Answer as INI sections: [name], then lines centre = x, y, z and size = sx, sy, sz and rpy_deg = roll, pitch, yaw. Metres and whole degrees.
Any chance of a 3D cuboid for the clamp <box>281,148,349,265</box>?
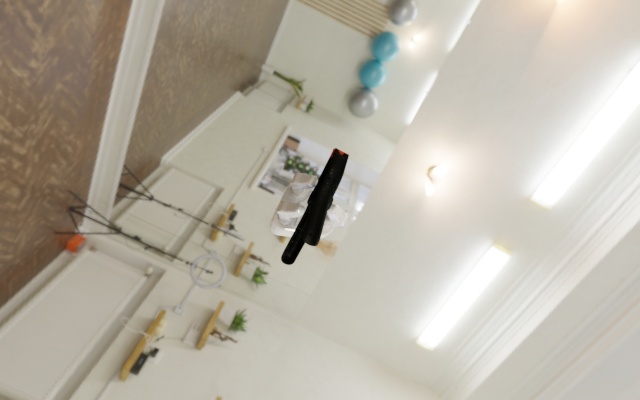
[clamp]
centre = 0.001, 0.002, 0.773
size = 0.036, 0.210, 0.164
rpy_deg = 27, -17, -9
